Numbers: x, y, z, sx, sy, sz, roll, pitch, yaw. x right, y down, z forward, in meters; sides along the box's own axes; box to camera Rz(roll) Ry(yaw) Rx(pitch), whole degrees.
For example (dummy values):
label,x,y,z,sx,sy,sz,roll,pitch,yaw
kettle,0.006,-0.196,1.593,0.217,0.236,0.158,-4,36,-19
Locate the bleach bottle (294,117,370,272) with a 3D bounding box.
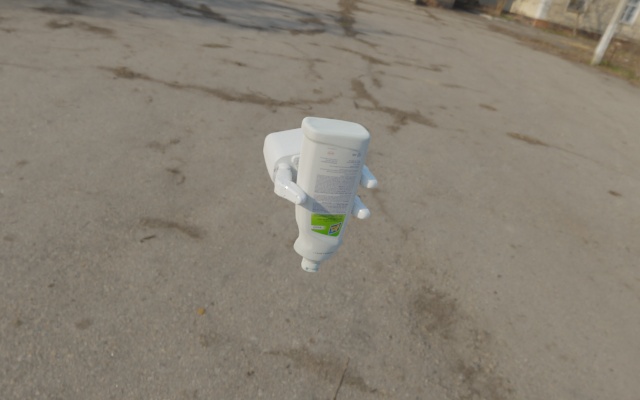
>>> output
label,x,y,z,sx,sy,sz,roll,pitch,yaw
bleach bottle,0.000,0.002,0.742,0.102,0.251,0.068,4,28,-17
